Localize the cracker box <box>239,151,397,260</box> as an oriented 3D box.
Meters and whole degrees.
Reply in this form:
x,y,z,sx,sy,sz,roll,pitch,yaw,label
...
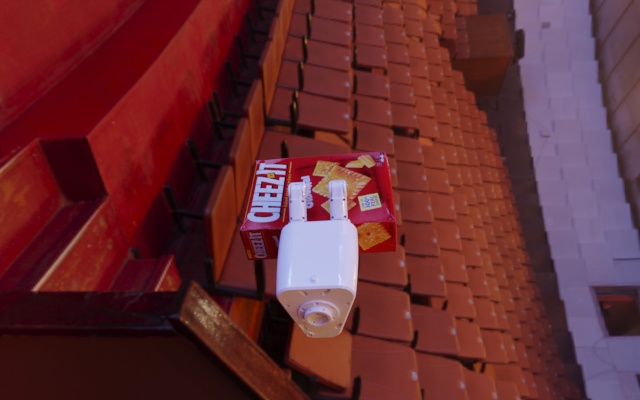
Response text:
x,y,z,sx,sy,sz,roll,pitch,yaw,label
0.000,0.002,0.712,0.214,0.072,0.164,-3,41,5,cracker box
